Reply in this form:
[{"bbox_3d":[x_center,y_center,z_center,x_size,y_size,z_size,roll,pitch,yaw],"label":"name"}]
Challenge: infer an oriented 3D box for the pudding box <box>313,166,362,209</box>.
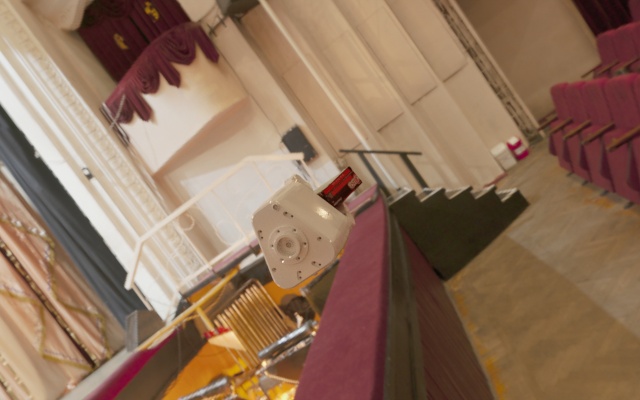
[{"bbox_3d":[0.000,0.002,0.735,0.113,0.039,0.090,-31,7,44],"label":"pudding box"}]
